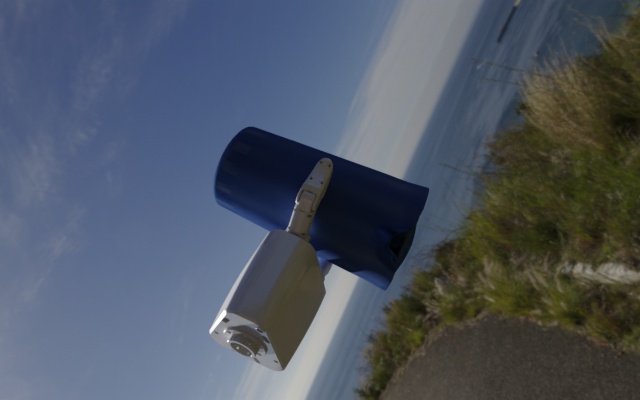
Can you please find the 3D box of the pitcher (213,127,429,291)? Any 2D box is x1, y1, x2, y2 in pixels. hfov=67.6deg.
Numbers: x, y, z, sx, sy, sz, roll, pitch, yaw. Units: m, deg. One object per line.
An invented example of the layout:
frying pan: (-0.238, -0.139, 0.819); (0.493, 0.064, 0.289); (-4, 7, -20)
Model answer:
pitcher: (0.000, 0.002, 0.594); (0.243, 0.145, 0.149); (24, -38, 7)
